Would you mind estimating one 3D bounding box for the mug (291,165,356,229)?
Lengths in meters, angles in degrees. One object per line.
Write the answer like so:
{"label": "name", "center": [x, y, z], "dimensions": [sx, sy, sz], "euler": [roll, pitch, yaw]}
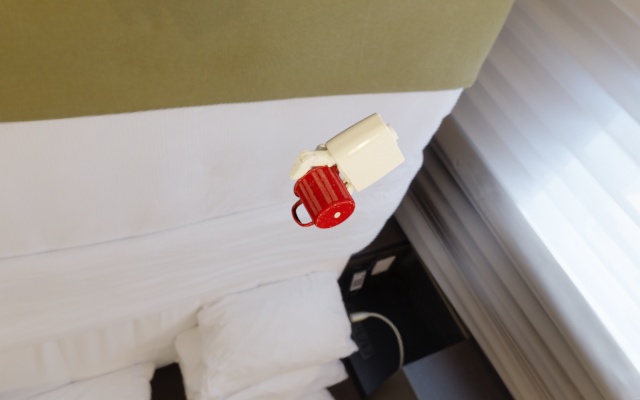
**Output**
{"label": "mug", "center": [-0.001, 0.004, 0.848], "dimensions": [0.117, 0.081, 0.093], "euler": [-34, -29, 9]}
